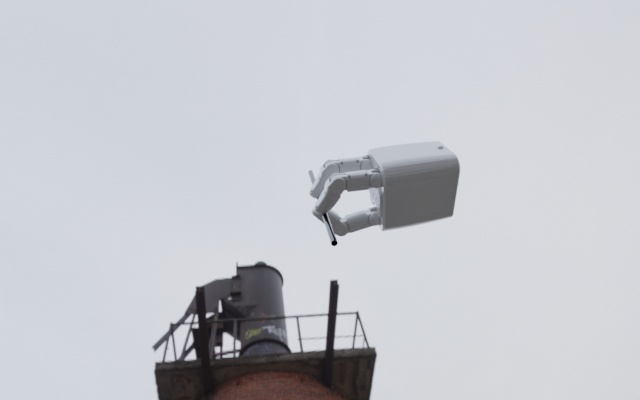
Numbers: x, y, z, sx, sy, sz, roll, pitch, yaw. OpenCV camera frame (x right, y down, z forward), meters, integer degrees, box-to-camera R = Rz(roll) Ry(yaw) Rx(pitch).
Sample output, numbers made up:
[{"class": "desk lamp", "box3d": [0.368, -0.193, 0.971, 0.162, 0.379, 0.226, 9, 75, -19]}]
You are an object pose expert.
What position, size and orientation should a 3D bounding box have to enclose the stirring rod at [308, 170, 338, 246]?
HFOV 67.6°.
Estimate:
[{"class": "stirring rod", "box3d": [0.000, 0.002, 0.673, 0.011, 0.011, 0.239, 0, 24, -9]}]
